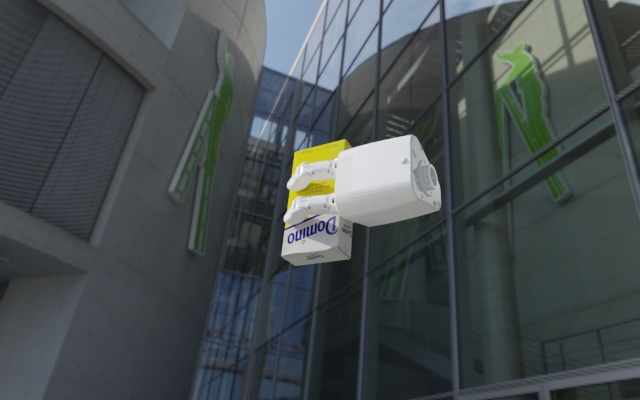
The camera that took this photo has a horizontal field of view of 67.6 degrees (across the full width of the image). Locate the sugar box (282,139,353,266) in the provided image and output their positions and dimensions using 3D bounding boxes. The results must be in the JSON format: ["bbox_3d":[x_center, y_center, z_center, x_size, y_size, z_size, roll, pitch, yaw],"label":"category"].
[{"bbox_3d":[0.000,0.002,0.695,0.093,0.176,0.048,-12,-35,28],"label":"sugar box"}]
